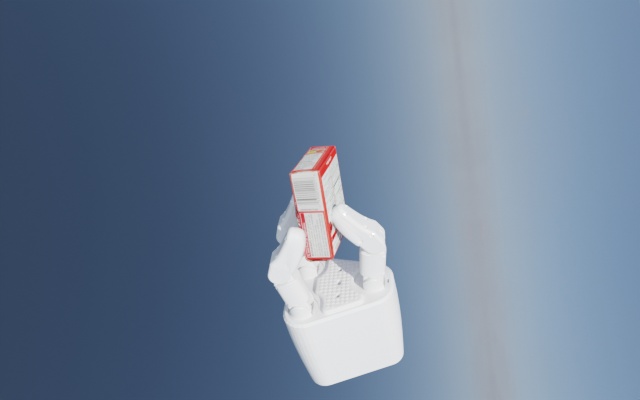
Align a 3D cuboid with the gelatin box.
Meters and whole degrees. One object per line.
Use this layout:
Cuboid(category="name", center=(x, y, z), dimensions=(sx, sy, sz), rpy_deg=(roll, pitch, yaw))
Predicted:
Cuboid(category="gelatin box", center=(0.000, 0.001, 0.449), dimensions=(0.030, 0.089, 0.073), rpy_deg=(-3, 23, 16))
